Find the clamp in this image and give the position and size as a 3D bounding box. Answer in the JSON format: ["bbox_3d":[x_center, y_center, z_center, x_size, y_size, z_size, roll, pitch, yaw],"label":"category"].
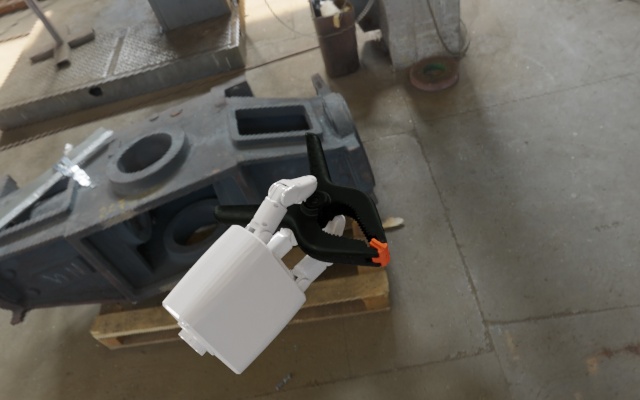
[{"bbox_3d":[0.000,0.002,0.537,0.210,0.164,0.036,26,-27,33],"label":"clamp"}]
